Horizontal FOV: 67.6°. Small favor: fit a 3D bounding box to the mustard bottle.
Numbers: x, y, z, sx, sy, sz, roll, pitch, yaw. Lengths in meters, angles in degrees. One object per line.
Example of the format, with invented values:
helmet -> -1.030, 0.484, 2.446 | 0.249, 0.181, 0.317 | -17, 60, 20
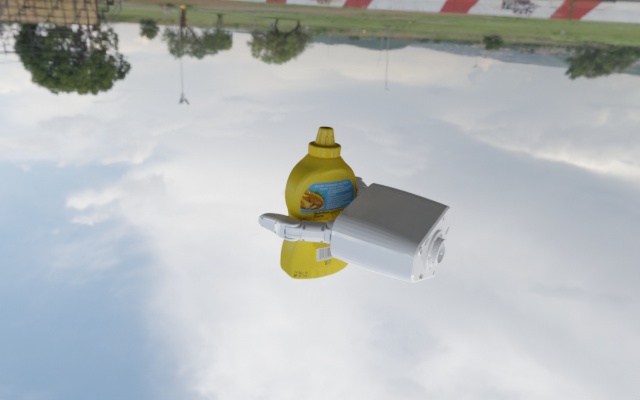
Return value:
mustard bottle -> 0.000, 0.002, 0.608 | 0.096, 0.192, 0.058 | -8, 24, -31
